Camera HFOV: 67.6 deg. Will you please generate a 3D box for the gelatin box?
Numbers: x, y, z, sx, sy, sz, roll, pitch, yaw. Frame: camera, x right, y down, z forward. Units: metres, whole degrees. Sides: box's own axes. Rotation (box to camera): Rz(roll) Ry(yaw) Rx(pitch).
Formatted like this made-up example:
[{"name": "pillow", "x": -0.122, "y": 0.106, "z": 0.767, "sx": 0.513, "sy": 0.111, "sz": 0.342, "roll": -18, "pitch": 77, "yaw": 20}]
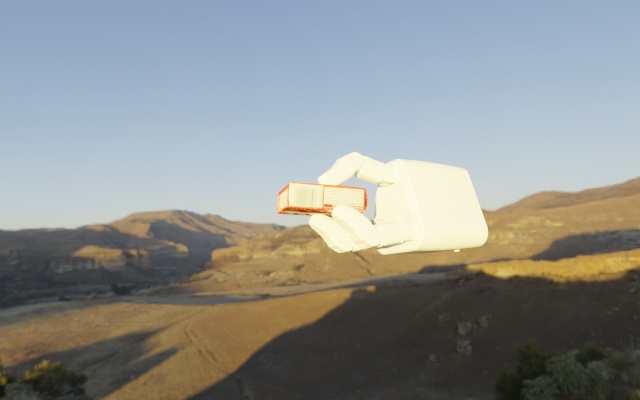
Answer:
[{"name": "gelatin box", "x": 0.000, "y": 0.001, "z": 0.542, "sx": 0.089, "sy": 0.030, "sz": 0.073, "roll": 4, "pitch": -8, "yaw": -14}]
